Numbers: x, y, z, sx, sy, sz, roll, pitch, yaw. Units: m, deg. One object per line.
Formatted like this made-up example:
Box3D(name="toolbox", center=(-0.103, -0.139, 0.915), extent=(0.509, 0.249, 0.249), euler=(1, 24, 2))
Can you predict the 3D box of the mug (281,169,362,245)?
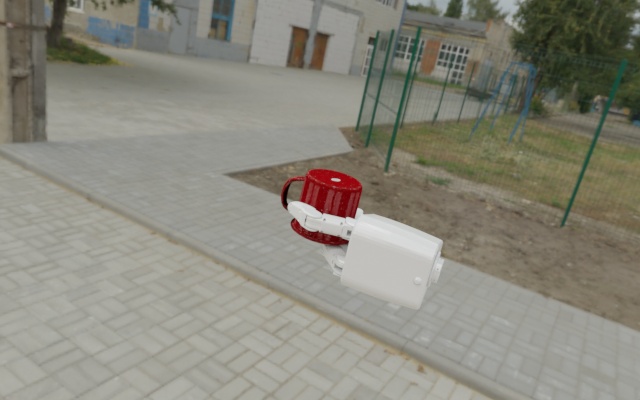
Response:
Box3D(name="mug", center=(-0.001, 0.002, 0.674), extent=(0.117, 0.081, 0.093), euler=(19, 20, 14))
